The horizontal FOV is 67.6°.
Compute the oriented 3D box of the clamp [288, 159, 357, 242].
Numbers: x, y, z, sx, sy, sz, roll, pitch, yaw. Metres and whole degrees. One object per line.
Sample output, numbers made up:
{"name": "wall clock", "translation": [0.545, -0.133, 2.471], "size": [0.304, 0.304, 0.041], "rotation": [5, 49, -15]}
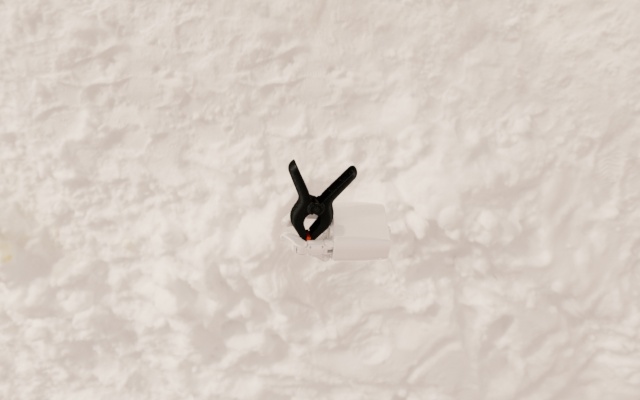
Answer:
{"name": "clamp", "translation": [0.000, 0.003, 0.845], "size": [0.120, 0.172, 0.039], "rotation": [1, 35, -7]}
